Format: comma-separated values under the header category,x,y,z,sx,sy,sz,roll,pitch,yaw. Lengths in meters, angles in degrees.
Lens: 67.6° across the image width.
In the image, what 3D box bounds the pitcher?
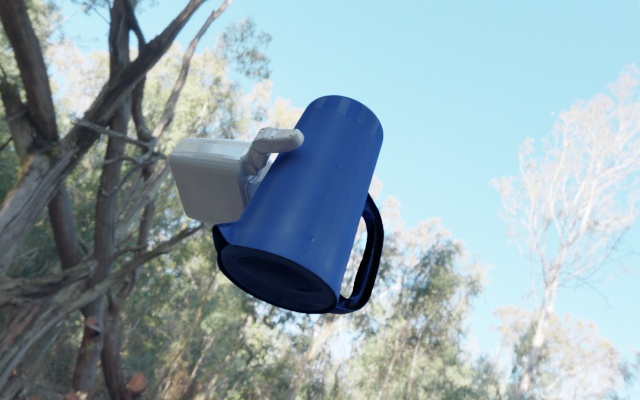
category,x,y,z,sx,sy,sz,roll,pitch,yaw
pitcher,0.000,0.002,0.549,0.145,0.242,0.149,8,-35,23
